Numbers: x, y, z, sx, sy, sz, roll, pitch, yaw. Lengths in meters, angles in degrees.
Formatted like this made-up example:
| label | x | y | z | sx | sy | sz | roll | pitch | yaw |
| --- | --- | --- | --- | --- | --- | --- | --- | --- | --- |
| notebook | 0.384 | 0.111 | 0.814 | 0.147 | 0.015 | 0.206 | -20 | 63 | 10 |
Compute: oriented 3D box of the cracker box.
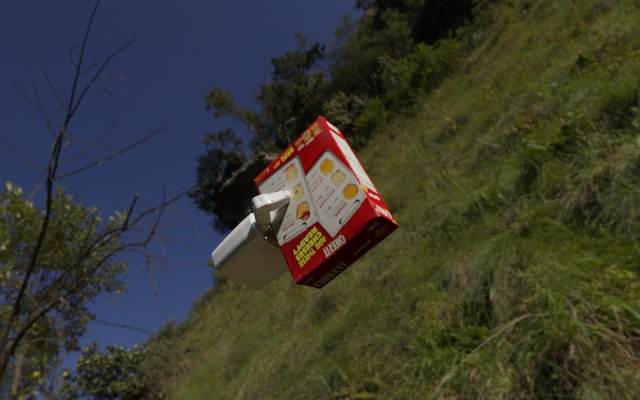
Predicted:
| label | x | y | z | sx | sy | sz | roll | pitch | yaw |
| --- | --- | --- | --- | --- | --- | --- | --- | --- | --- |
| cracker box | 0.000 | 0.002 | 0.743 | 0.164 | 0.213 | 0.072 | -42 | -37 | 20 |
